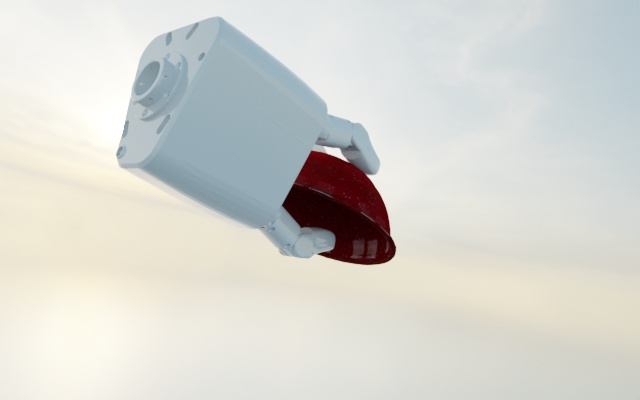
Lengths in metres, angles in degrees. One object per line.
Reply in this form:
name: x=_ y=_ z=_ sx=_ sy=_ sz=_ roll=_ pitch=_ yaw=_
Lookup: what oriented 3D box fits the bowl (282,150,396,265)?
bowl: x=0.001 y=0.002 z=0.447 sx=0.162 sy=0.055 sz=0.162 roll=19 pitch=-23 yaw=8
